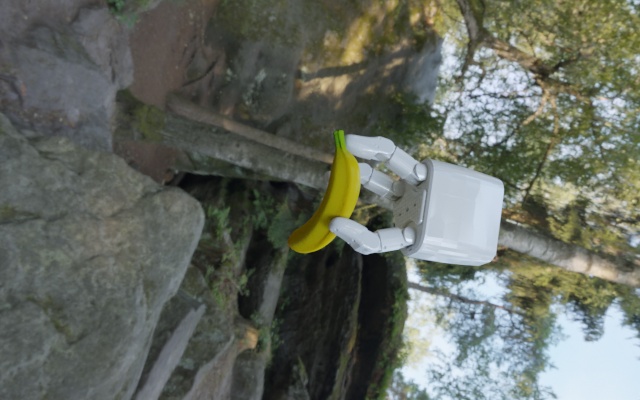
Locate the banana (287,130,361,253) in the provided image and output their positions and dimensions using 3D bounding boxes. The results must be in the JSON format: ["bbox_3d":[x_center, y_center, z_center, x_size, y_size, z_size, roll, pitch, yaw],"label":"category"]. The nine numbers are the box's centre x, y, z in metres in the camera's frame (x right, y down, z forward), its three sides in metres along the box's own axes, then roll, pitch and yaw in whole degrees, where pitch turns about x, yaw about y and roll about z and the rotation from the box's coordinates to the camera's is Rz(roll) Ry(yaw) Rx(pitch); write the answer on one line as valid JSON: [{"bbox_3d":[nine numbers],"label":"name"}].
[{"bbox_3d":[0.006,0.013,0.575,0.037,0.069,0.198,5,-46,-24],"label":"banana"}]
